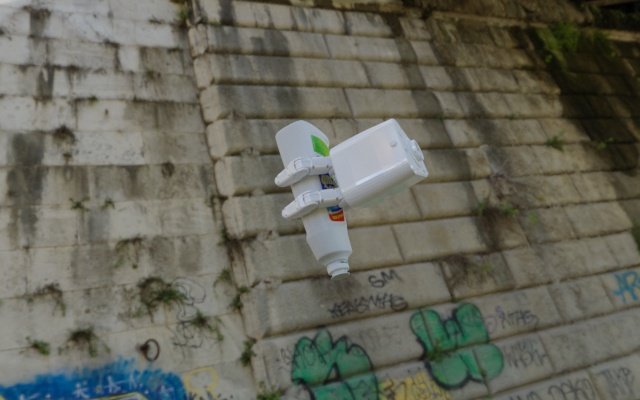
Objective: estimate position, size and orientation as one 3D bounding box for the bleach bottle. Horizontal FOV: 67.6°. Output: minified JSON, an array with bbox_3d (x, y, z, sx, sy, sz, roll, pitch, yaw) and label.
[{"bbox_3d":[0.000,0.002,0.739,0.068,0.250,0.102,-26,-27,20],"label":"bleach bottle"}]
